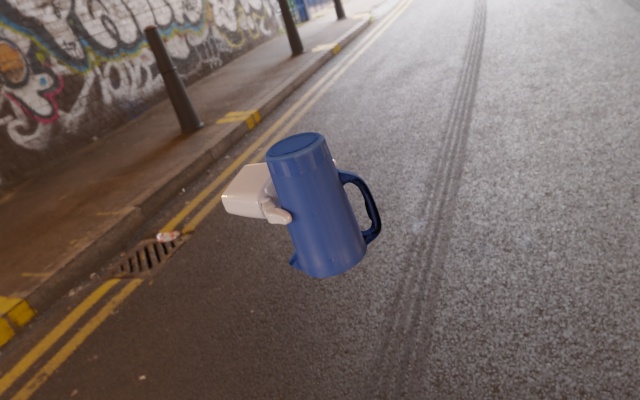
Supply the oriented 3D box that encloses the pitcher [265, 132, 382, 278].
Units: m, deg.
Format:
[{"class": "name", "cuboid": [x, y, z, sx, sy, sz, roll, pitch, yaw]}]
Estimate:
[{"class": "pitcher", "cuboid": [0.000, 0.003, 0.858, 0.145, 0.243, 0.149, 4, 33, 40]}]
